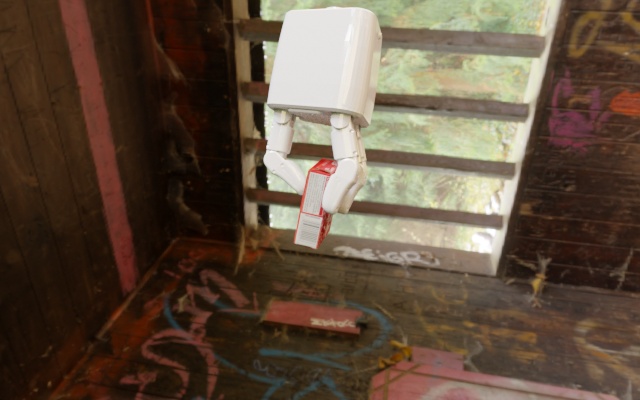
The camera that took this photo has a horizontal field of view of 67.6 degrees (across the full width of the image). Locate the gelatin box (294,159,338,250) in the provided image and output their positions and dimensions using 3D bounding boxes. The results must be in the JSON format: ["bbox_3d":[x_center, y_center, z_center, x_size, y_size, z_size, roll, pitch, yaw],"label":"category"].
[{"bbox_3d":[0.000,0.002,0.540,0.030,0.089,0.073,14,15,9],"label":"gelatin box"}]
